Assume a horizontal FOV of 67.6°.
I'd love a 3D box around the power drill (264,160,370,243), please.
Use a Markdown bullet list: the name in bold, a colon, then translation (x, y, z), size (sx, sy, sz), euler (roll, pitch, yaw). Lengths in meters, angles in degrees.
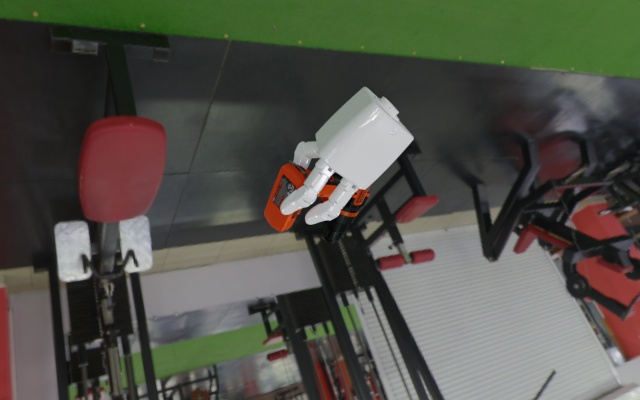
- **power drill**: translation (0.000, 0.002, 0.793), size (0.187, 0.184, 0.057), euler (-7, 38, -46)
